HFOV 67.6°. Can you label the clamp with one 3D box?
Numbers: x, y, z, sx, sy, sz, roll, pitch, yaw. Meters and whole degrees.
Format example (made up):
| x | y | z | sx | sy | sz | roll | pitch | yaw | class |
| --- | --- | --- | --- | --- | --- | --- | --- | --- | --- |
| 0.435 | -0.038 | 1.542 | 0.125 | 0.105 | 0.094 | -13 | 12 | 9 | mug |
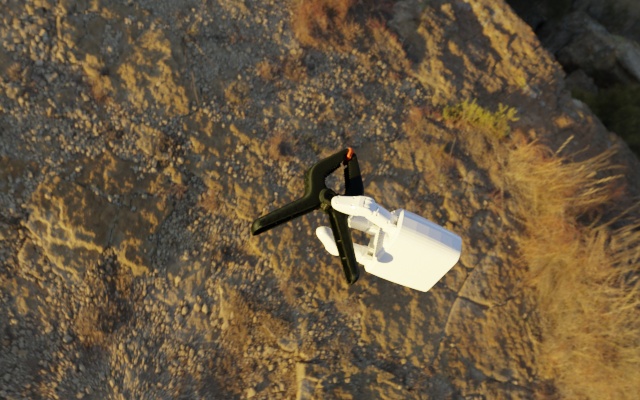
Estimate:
| x | y | z | sx | sy | sz | roll | pitch | yaw | class |
| --- | --- | --- | --- | --- | --- | --- | --- | --- | --- |
| 0.001 | 0.002 | 0.701 | 0.164 | 0.209 | 0.036 | 23 | -31 | -10 | clamp |
